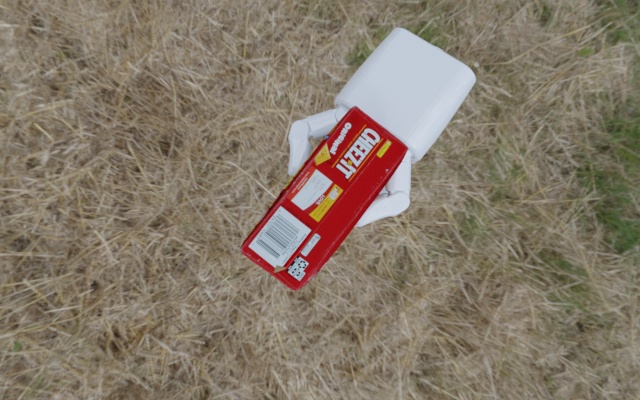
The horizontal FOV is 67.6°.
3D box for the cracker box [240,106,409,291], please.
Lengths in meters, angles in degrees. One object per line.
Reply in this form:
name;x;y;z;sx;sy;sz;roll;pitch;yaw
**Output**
cracker box;0.000;0.002;0.516;0.072;0.164;0.214;38;-3;-1
